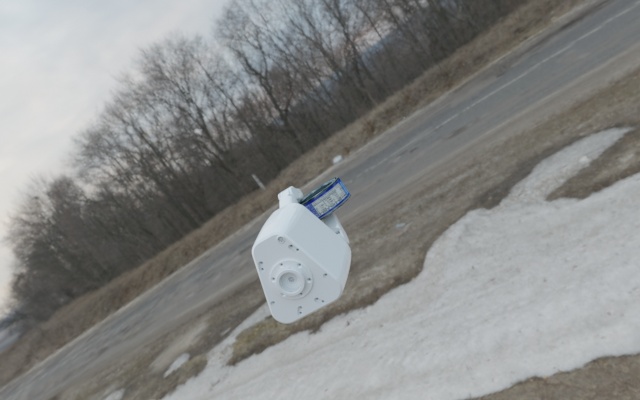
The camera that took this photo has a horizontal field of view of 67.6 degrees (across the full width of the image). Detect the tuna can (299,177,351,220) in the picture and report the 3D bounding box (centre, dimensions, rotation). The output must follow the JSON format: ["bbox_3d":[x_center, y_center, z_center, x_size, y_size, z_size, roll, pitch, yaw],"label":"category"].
[{"bbox_3d":[0.000,0.002,0.696,0.086,0.034,0.086,-34,7,5],"label":"tuna can"}]
